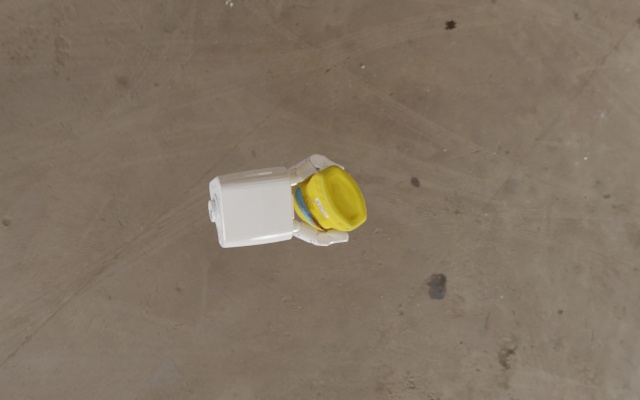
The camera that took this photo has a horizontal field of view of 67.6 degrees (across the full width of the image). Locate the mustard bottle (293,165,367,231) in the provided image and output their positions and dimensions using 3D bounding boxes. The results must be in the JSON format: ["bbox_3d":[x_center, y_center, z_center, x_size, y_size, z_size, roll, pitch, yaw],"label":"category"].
[{"bbox_3d":[0.001,0.002,0.762,0.058,0.096,0.191,-34,8,-20],"label":"mustard bottle"}]
